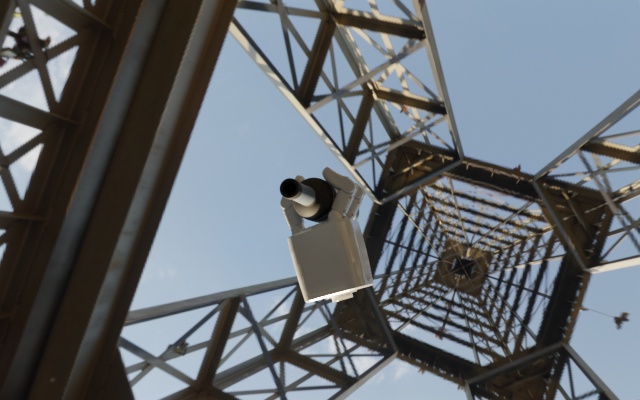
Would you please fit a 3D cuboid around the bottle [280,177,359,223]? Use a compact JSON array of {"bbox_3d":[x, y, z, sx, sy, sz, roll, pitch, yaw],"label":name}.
[{"bbox_3d":[0.000,0.002,0.763,0.069,0.069,0.296,0,-7,16],"label":"bottle"}]
